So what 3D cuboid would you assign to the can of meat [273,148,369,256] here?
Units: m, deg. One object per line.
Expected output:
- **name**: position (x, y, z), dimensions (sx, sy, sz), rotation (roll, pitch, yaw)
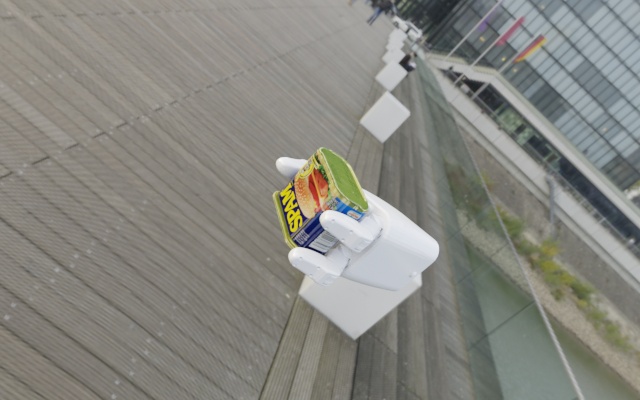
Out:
- **can of meat**: position (0.000, 0.001, 0.532), dimensions (0.057, 0.084, 0.102), rotation (27, 28, -36)
